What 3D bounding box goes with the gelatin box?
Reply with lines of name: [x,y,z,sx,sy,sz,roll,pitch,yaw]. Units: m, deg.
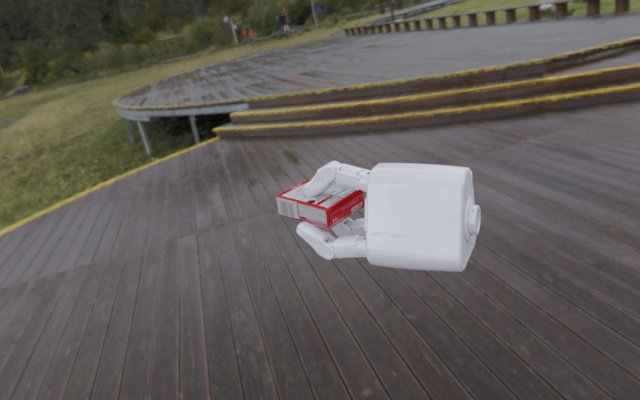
gelatin box: [0.000,0.002,0.611,0.089,0.030,0.073,14,30,38]
